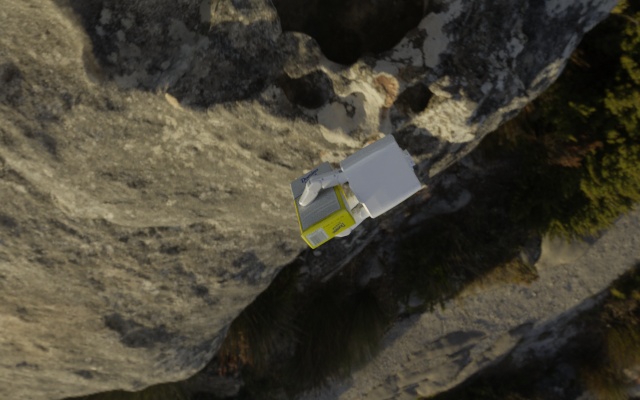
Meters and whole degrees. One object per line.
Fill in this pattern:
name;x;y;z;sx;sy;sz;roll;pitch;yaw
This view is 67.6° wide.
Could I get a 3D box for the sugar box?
sugar box;0.001;0.003;0.892;0.093;0.048;0.176;-30;31;10
